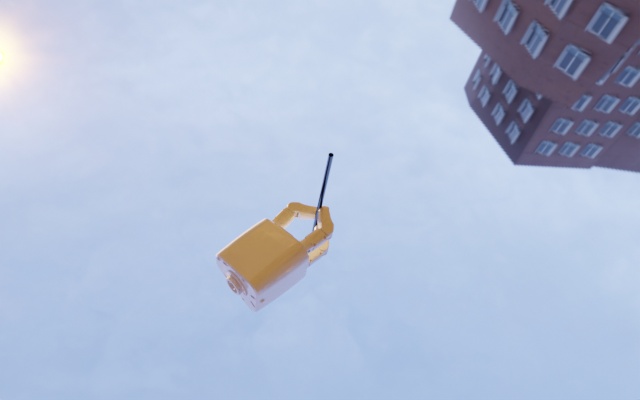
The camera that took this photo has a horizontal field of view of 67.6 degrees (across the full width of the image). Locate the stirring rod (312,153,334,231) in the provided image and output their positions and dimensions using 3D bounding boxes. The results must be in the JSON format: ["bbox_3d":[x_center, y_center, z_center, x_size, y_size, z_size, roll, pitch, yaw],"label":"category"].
[{"bbox_3d":[0.000,0.003,0.792,0.011,0.011,0.240,0,-35,-9],"label":"stirring rod"}]
